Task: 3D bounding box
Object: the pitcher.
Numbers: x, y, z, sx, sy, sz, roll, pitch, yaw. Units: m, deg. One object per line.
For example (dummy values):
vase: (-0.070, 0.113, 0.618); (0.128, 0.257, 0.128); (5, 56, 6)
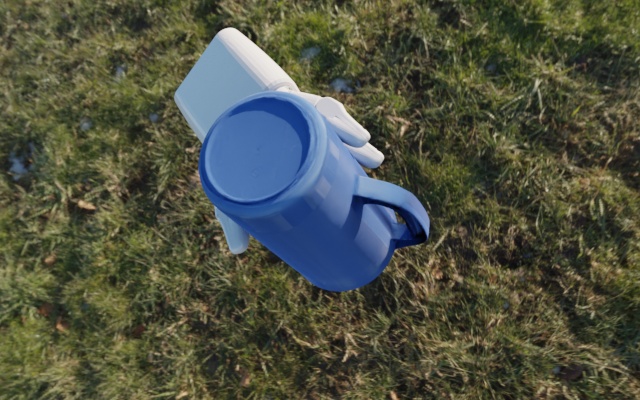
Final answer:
pitcher: (0.000, 0.001, 0.459); (0.149, 0.145, 0.243); (-39, -27, 2)
